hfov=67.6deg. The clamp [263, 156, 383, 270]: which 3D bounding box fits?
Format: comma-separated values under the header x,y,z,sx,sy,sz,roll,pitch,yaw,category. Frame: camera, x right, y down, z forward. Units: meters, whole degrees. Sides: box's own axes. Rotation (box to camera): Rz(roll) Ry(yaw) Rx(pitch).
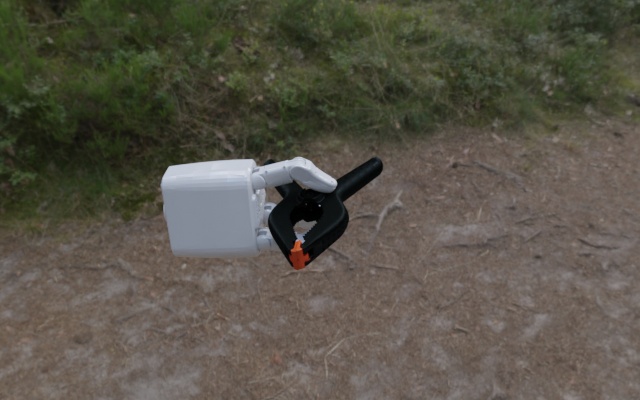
x,y,z,sx,sy,sz,roll,pitch,yaw,category
0.000,0.002,0.582,0.164,0.036,0.209,-5,34,5,clamp
